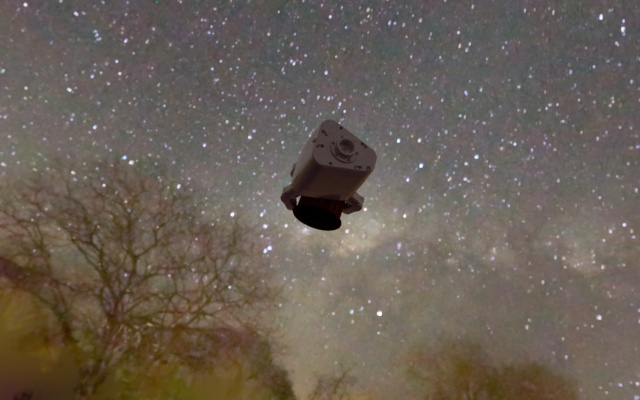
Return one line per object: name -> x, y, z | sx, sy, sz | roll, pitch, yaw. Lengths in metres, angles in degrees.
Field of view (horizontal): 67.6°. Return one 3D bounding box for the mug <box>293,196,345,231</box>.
mug -> 0.000, 0.003, 0.895 | 0.093, 0.081, 0.117 | 25, -29, -11
